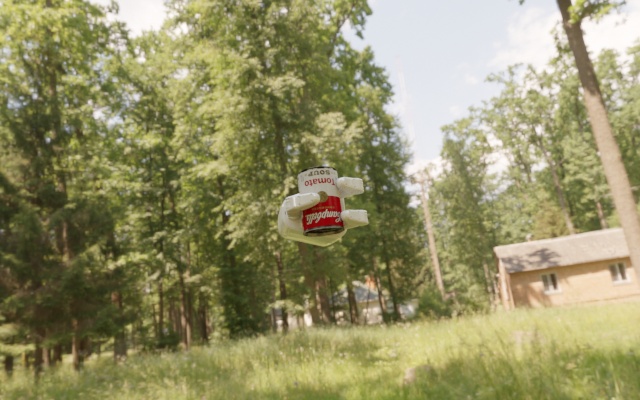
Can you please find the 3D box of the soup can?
[{"bbox_3d":[0.000,0.002,0.779,0.068,0.102,0.068,-6,-14,-2],"label":"soup can"}]
